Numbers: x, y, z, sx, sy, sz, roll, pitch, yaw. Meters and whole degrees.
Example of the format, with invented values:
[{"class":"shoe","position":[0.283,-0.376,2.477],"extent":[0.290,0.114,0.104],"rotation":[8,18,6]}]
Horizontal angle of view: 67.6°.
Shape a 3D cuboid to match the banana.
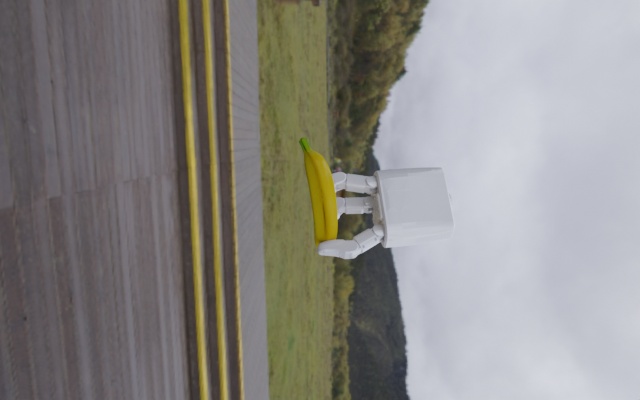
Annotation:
[{"class":"banana","position":[0.003,0.009,0.696],"extent":[0.037,0.198,0.069],"rotation":[-11,31,-6]}]
